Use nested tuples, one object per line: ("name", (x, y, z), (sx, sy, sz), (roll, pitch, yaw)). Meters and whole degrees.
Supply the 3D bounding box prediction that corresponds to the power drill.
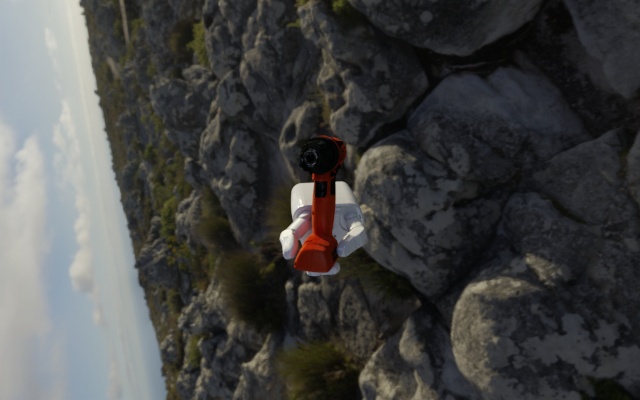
("power drill", (0.000, 0.003, 0.676), (0.057, 0.188, 0.184), (7, 10, 11))
